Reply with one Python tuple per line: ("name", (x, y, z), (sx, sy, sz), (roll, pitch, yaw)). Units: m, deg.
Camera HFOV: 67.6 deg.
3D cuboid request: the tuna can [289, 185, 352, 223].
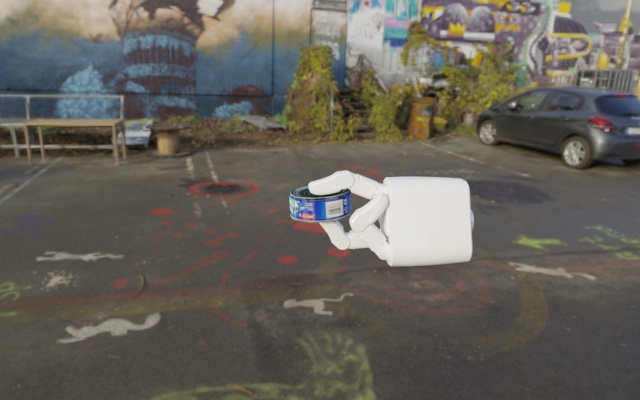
("tuna can", (0.000, 0.002, 0.656), (0.086, 0.034, 0.086), (-3, 15, 1))
